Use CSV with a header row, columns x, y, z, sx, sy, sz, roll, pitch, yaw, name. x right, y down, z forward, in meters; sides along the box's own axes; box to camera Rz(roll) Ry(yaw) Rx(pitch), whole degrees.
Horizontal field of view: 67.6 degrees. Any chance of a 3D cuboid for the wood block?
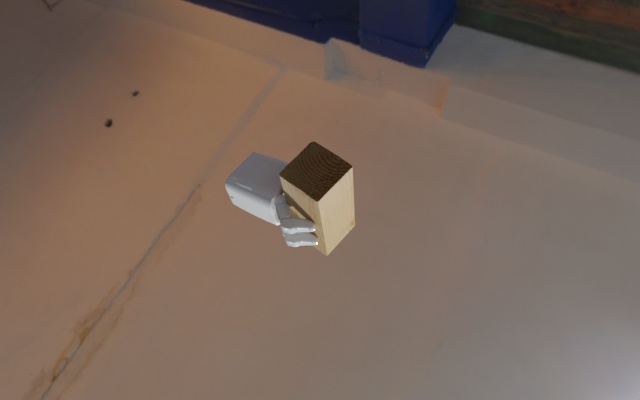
x,y,z,sx,sy,sz,roll,pitch,yaw,name
0.000,0.002,0.867,0.090,0.090,0.206,35,-22,22,wood block
